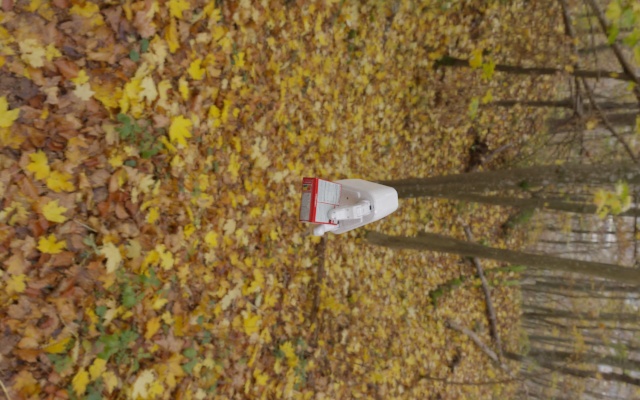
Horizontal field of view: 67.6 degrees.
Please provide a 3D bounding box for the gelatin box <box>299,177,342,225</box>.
[{"bbox_3d":[0.000,0.003,0.798,0.030,0.073,0.089,4,-3,30],"label":"gelatin box"}]
